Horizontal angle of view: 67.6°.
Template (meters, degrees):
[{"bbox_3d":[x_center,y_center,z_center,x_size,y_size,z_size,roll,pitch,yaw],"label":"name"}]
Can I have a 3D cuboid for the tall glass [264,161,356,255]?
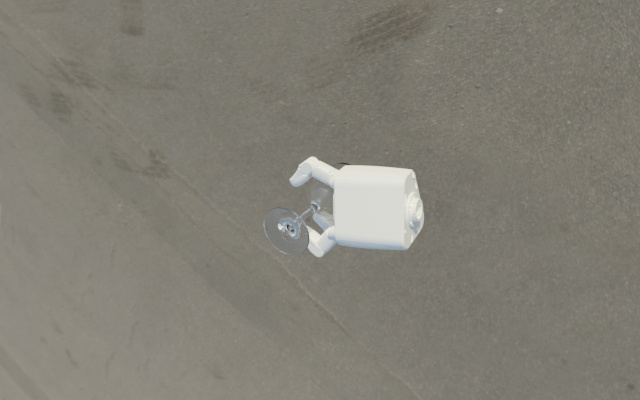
[{"bbox_3d":[0.000,0.003,0.736,0.079,0.079,0.201,0,24,31],"label":"tall glass"}]
